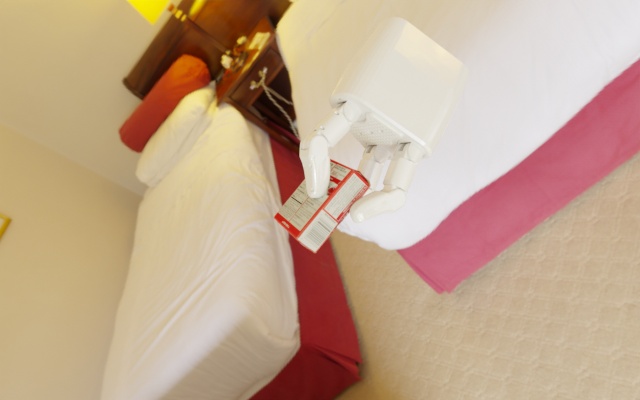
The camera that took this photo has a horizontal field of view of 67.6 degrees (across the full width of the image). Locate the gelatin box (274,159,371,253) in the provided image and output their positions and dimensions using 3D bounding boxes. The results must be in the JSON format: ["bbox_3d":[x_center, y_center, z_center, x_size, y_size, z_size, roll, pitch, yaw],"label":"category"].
[{"bbox_3d":[0.000,0.002,0.486,0.030,0.089,0.073,42,-5,-28],"label":"gelatin box"}]
